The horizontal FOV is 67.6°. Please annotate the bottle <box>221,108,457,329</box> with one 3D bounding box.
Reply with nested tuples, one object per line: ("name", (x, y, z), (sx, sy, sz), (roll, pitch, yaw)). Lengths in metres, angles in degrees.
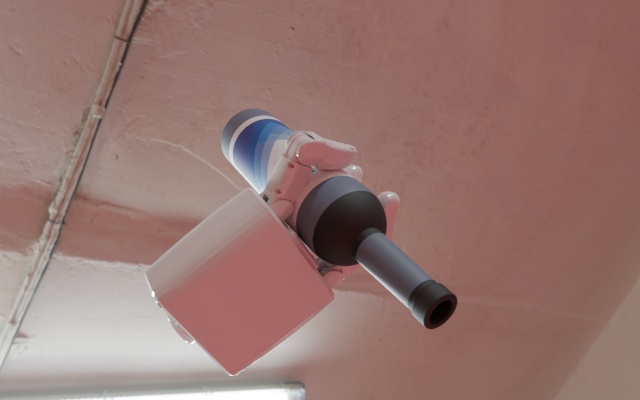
("bottle", (0.000, 0.001, 0.401), (0.069, 0.069, 0.295), (0, 27, -35))
